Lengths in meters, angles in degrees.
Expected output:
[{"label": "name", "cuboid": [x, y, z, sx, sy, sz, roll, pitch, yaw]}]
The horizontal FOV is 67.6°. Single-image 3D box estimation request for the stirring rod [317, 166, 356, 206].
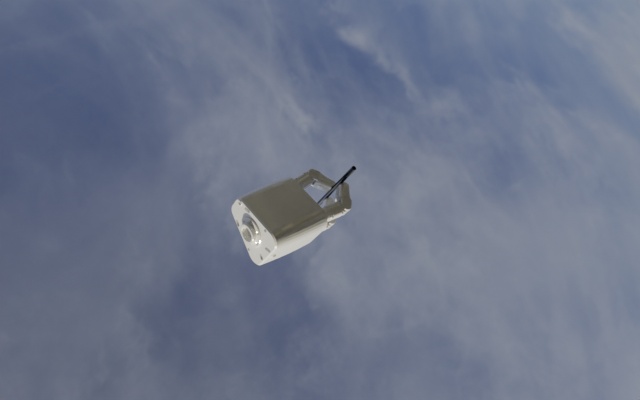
[{"label": "stirring rod", "cuboid": [0.000, 0.003, 0.874, 0.011, 0.011, 0.240, 0, -28, -31]}]
